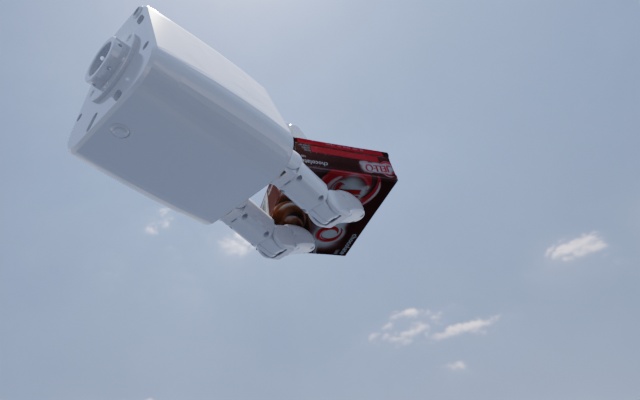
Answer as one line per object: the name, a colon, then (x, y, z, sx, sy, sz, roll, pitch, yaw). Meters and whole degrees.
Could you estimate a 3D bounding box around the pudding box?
pudding box: (0.000, 0.001, 0.412, 0.090, 0.039, 0.114, 7, -40, -21)
